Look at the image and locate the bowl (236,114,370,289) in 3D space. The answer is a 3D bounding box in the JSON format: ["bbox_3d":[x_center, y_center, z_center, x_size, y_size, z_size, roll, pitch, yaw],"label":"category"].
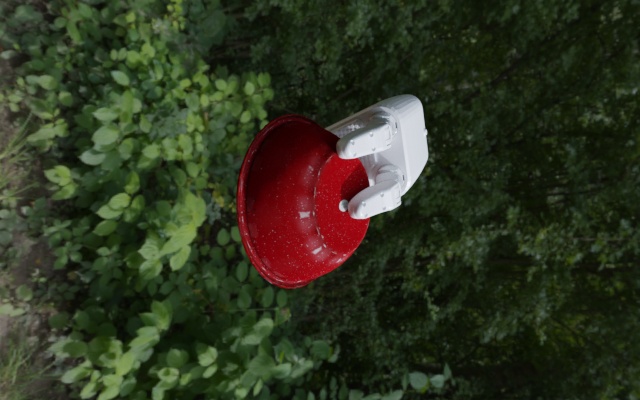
[{"bbox_3d":[0.000,0.002,0.431,0.055,0.162,0.162,2,1,36],"label":"bowl"}]
